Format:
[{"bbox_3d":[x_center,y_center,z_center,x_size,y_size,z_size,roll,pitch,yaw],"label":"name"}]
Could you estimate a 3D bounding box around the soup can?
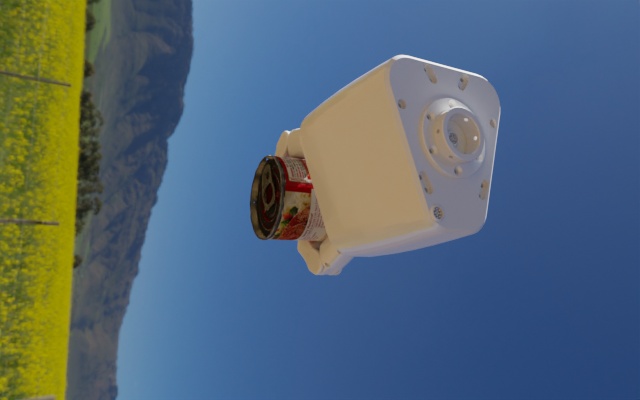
[{"bbox_3d":[0.000,0.002,0.403,0.102,0.068,0.068,5,-2,-27],"label":"soup can"}]
